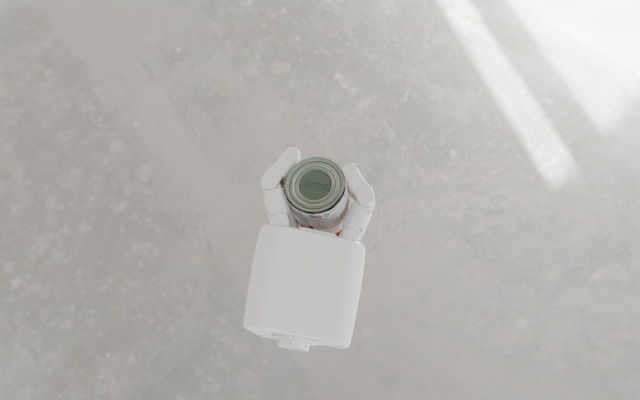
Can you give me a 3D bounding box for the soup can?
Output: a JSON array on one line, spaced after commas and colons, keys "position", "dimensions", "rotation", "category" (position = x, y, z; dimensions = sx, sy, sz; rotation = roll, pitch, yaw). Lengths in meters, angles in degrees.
[{"position": [0.000, 0.001, 0.550], "dimensions": [0.068, 0.068, 0.102], "rotation": [0, -22, 8], "category": "soup can"}]
